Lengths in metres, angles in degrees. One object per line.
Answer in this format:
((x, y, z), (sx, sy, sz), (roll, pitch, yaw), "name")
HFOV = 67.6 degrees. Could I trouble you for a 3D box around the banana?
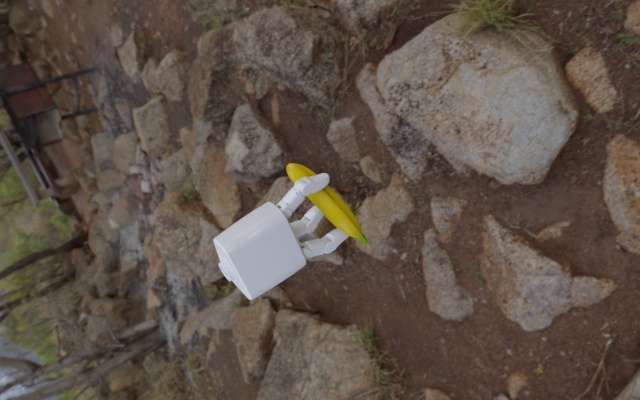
((0.002, -0.003, 0.792), (0.037, 0.197, 0.070), (-37, -20, -15), "banana")
